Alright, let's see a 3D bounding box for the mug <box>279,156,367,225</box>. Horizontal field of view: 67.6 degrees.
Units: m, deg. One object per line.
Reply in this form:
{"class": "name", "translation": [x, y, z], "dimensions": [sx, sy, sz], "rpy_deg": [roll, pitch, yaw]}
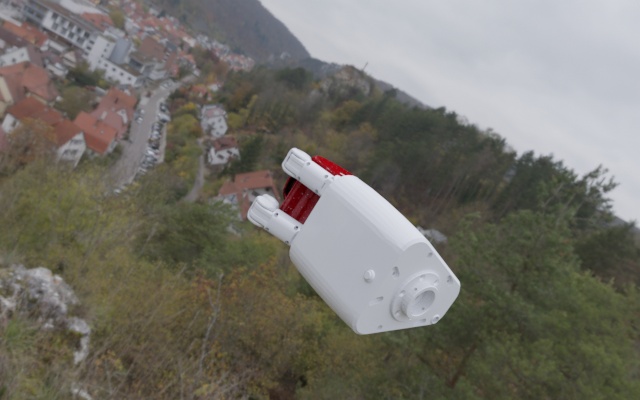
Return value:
{"class": "mug", "translation": [0.000, 0.001, 0.507], "dimensions": [0.093, 0.081, 0.117], "rpy_deg": [23, 14, -42]}
